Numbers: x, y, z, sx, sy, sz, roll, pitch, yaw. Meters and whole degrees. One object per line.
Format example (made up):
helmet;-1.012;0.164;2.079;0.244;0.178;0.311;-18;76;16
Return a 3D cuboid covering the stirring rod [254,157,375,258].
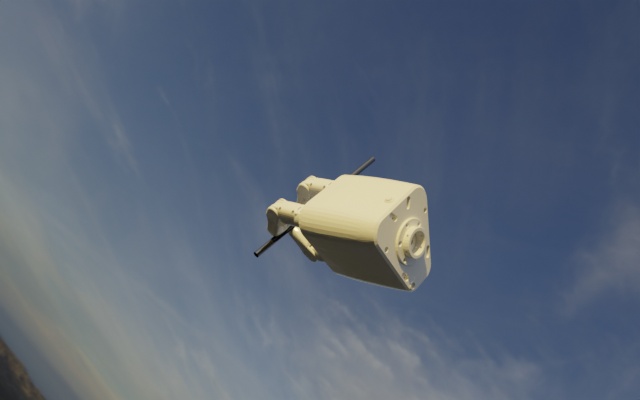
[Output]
stirring rod;0.000;0.002;0.641;0.011;0.011;0.239;0;32;49
